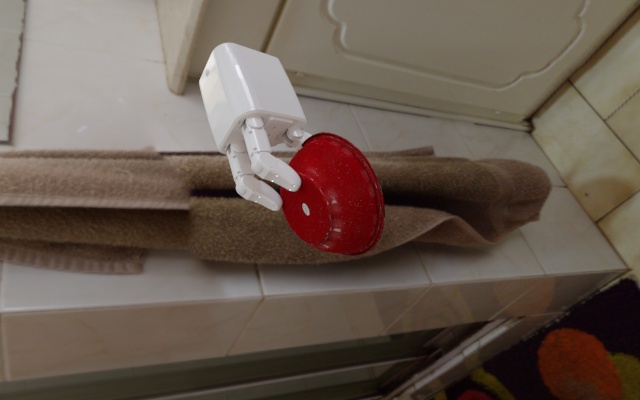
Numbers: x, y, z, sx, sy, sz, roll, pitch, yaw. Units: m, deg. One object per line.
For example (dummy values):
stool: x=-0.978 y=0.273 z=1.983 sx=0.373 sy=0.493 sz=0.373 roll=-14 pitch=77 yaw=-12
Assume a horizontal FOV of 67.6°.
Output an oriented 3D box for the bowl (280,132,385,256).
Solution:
bowl: x=0.001 y=0.003 z=0.581 sx=0.055 sy=0.162 sz=0.162 roll=-23 pitch=15 yaw=-38
